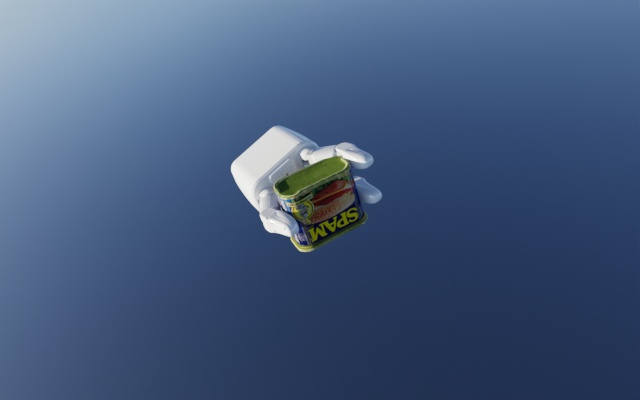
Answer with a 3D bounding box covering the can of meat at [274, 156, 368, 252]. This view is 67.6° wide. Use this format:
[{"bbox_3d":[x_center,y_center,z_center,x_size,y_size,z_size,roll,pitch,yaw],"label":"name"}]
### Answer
[{"bbox_3d":[0.000,0.002,0.602,0.102,0.084,0.057,-26,31,-12],"label":"can of meat"}]
